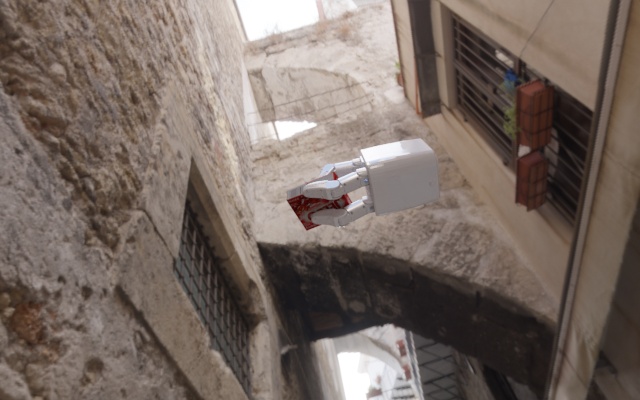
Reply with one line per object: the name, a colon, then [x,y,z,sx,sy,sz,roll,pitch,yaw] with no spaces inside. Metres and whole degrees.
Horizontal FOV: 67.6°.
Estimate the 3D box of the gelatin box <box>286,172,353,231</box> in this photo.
gelatin box: [0.000,0.002,0.772,0.089,0.073,0.030,-21,37,14]
